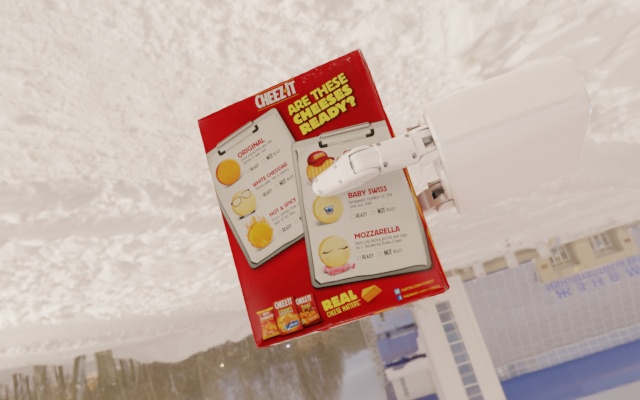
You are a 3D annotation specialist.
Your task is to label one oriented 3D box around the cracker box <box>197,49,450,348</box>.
[{"bbox_3d":[0.000,0.002,0.425,0.164,0.213,0.072,-21,-14,12],"label":"cracker box"}]
